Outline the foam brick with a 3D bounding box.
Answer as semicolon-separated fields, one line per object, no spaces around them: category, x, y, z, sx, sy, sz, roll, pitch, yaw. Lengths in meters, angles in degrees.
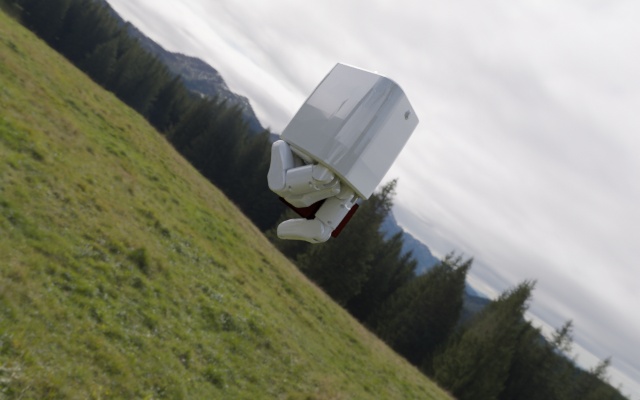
foam brick;0.000;0.002;0.560;0.053;0.051;0.078;36;-1;32
